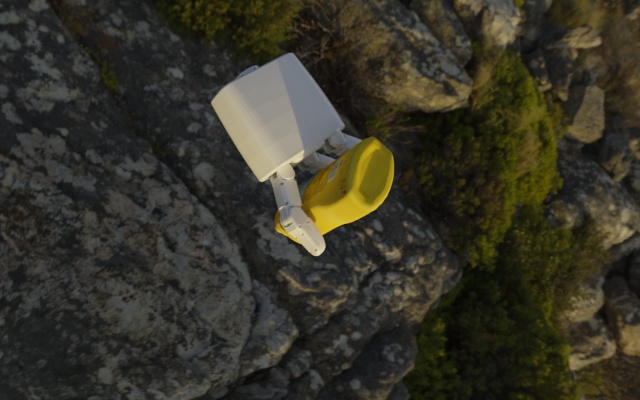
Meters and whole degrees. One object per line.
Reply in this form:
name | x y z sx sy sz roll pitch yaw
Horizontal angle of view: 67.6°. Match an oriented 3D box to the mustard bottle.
mustard bottle | 0.000 0.002 0.568 0.058 0.096 0.192 37 -38 -19
